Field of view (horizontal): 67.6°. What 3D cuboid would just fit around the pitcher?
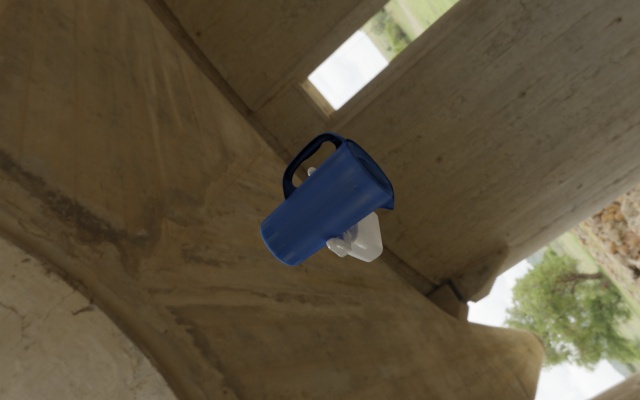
[{"bbox_3d":[0.000,0.003,0.877,0.243,0.149,0.145,-40,-41,17],"label":"pitcher"}]
